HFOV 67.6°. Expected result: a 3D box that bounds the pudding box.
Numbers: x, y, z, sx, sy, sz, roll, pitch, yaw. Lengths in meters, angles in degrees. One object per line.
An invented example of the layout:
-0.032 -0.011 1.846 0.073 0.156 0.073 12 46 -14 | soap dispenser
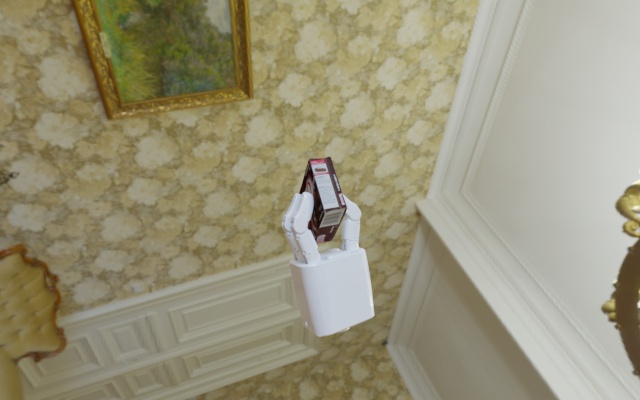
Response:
0.000 0.002 0.712 0.039 0.090 0.113 -8 -27 -18 | pudding box
